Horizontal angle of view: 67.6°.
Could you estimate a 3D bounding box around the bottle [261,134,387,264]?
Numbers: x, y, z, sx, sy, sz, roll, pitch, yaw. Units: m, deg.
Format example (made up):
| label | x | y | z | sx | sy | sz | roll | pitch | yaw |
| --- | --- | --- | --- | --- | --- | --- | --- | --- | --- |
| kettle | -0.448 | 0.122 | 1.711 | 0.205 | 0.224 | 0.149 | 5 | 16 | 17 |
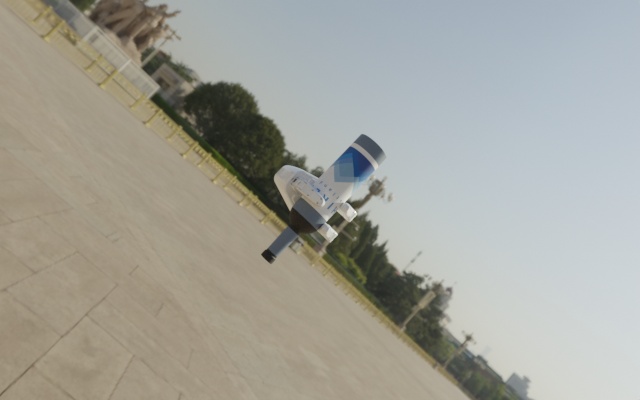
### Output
| label | x | y | z | sx | sy | sz | roll | pitch | yaw |
| --- | --- | --- | --- | --- | --- | --- | --- | --- | --- |
| bottle | 0.000 | 0.003 | 0.896 | 0.069 | 0.295 | 0.069 | 43 | -4 | 4 |
